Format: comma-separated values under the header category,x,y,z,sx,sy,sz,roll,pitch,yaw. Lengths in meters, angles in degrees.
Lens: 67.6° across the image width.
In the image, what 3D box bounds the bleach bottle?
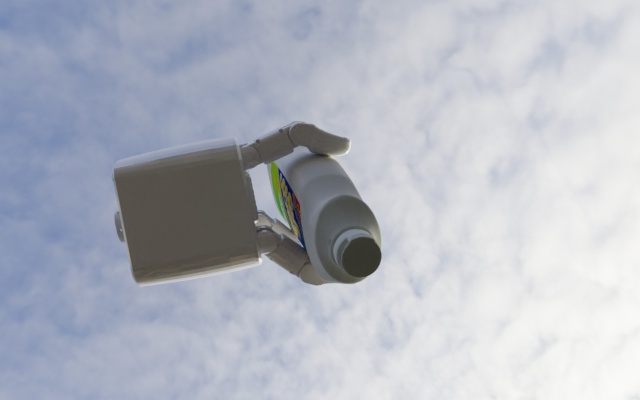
category,x,y,z,sx,sy,sz,roll,pitch,yaw
bleach bottle,0.000,0.001,0.431,0.068,0.102,0.250,-12,15,-9
